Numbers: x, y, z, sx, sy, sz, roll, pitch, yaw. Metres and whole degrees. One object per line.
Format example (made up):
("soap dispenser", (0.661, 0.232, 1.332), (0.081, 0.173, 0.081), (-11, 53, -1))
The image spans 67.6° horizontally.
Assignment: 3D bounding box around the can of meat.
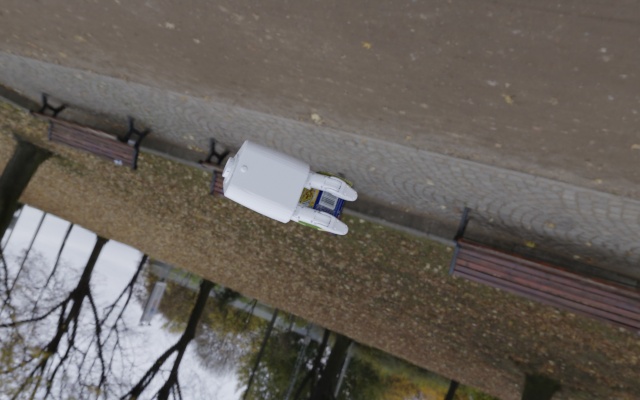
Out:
("can of meat", (0.000, 0.003, 0.789), (0.057, 0.084, 0.102), (23, -9, -19))
